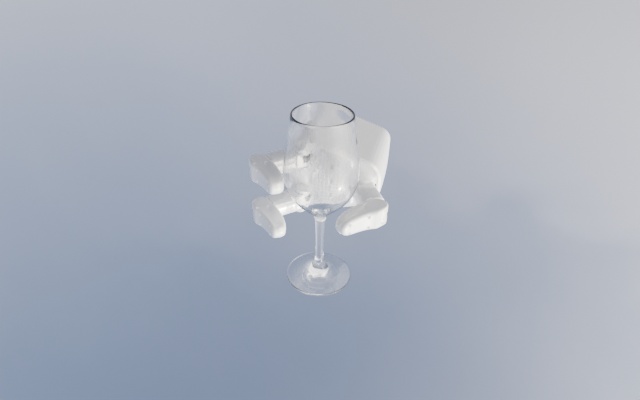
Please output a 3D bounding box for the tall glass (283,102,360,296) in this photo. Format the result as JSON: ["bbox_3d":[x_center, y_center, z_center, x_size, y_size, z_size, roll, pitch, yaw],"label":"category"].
[{"bbox_3d":[0.000,0.002,0.503,0.079,0.201,0.079,1,34,-1],"label":"tall glass"}]
